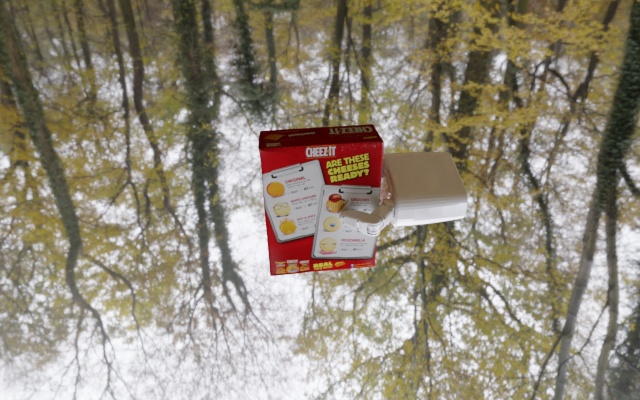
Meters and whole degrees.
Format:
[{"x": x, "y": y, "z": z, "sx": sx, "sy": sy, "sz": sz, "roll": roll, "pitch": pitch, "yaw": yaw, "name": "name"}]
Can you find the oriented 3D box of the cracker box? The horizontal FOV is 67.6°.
[{"x": 0.000, "y": 0.003, "z": 0.692, "sx": 0.164, "sy": 0.214, "sz": 0.072, "roll": -4, "pitch": 32, "yaw": -6, "name": "cracker box"}]
